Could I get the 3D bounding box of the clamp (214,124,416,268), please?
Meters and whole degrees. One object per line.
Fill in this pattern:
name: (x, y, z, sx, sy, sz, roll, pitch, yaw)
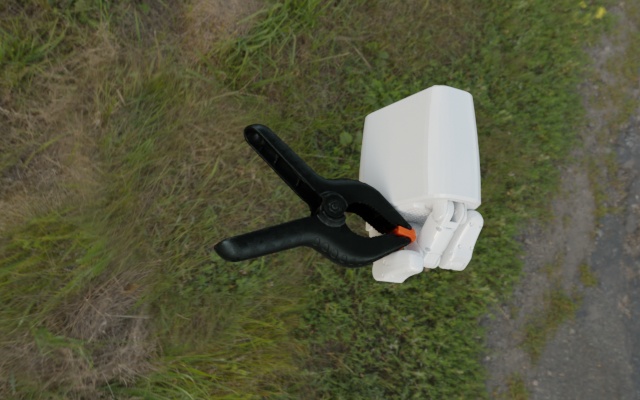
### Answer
clamp: (0.000, 0.001, 0.403, 0.171, 0.120, 0.039, 11, -20, -24)
